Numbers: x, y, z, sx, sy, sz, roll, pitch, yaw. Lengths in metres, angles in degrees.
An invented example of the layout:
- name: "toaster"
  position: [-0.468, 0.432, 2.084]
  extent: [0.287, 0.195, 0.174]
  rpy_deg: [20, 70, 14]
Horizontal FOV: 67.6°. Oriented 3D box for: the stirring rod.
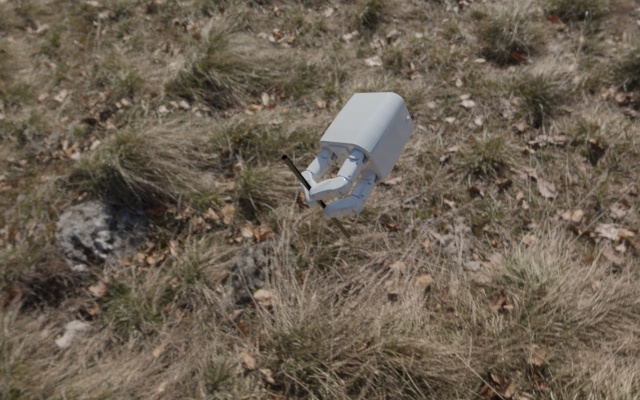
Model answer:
- name: "stirring rod"
  position: [0.000, 0.002, 0.720]
  extent: [0.011, 0.011, 0.240]
  rpy_deg: [0, -29, 27]
